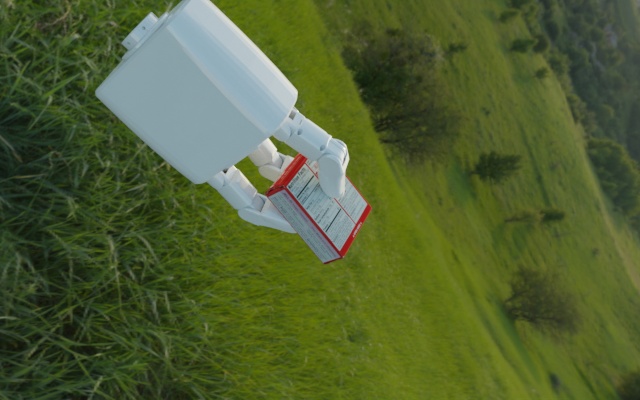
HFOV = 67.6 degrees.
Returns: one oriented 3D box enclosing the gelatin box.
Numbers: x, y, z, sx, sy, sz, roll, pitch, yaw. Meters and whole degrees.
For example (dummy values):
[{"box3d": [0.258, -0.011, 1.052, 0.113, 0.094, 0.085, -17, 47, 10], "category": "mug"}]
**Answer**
[{"box3d": [0.001, 0.002, 0.440, 0.030, 0.089, 0.073, -24, 22, 43], "category": "gelatin box"}]
